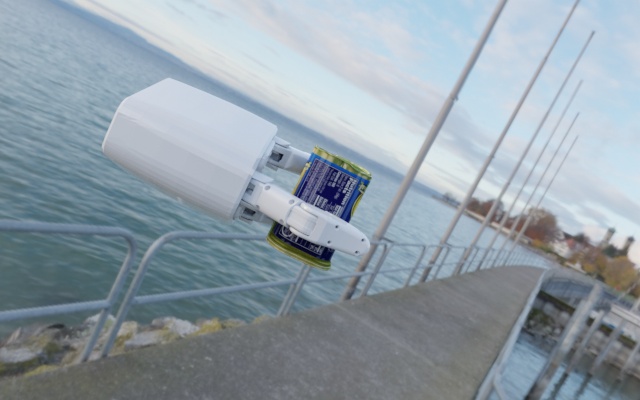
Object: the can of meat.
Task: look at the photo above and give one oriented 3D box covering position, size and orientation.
[{"bbox_3d":[0.000,0.001,0.407,0.057,0.084,0.102,26,7,-4],"label":"can of meat"}]
